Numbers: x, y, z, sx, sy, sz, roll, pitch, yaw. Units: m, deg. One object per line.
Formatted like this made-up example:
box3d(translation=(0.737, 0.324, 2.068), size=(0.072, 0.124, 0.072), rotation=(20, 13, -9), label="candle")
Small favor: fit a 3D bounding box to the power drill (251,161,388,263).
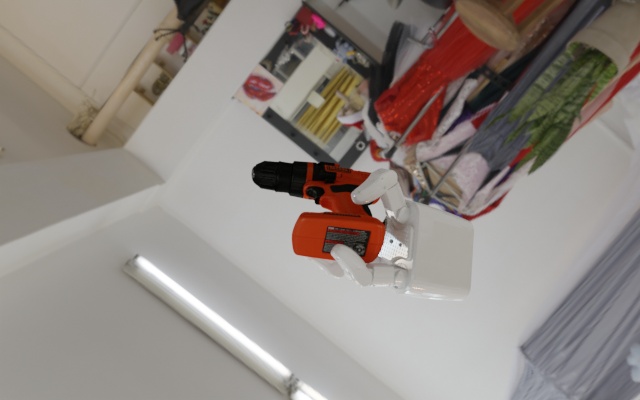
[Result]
box3d(translation=(0.000, 0.002, 0.608), size=(0.184, 0.057, 0.187), rotation=(6, 27, -7), label="power drill")
